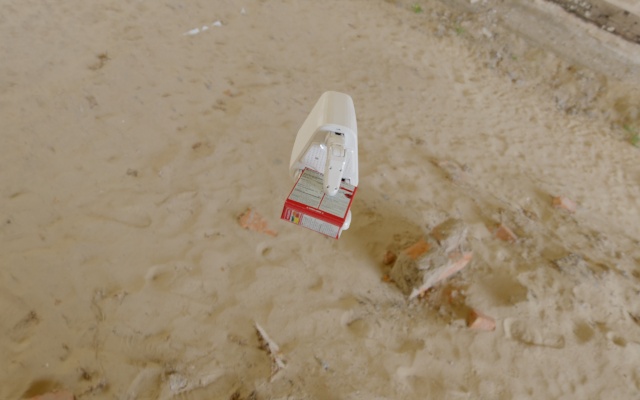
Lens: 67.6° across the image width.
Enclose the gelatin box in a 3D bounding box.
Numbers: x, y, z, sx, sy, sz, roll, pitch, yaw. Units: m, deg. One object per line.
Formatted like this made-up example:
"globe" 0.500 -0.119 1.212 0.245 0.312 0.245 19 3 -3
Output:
"gelatin box" 0.000 0.002 0.584 0.073 0.030 0.089 20 34 3
